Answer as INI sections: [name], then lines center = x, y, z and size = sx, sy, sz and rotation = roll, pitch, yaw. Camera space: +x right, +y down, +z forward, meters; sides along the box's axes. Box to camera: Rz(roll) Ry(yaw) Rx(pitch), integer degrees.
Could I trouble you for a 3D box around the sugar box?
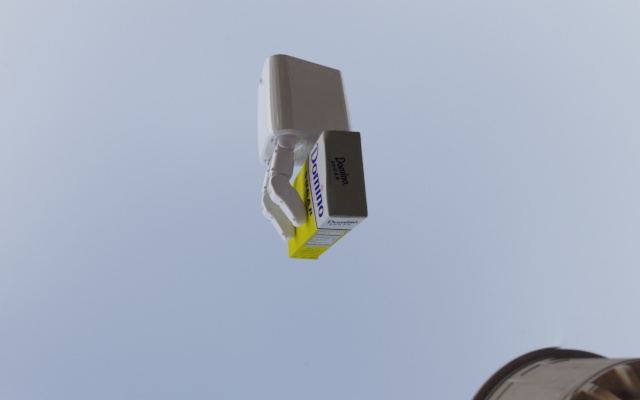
[sugar box]
center = 0.000, 0.002, 0.533
size = 0.048, 0.093, 0.176
rotation = 2, -21, -13
